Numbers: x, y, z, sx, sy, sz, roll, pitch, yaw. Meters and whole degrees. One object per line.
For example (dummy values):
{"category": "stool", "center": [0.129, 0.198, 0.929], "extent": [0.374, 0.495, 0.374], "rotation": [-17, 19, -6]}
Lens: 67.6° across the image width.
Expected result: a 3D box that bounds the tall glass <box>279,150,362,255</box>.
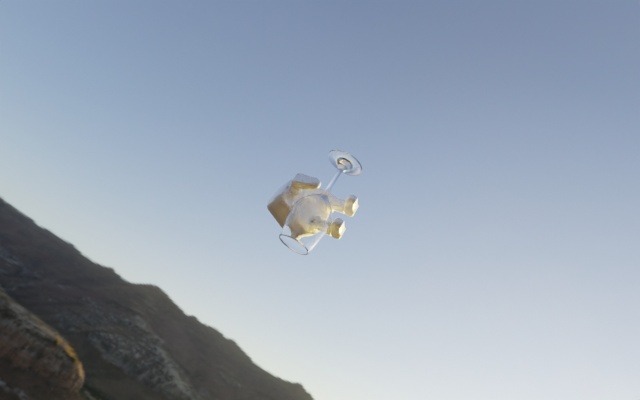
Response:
{"category": "tall glass", "center": [0.000, 0.002, 0.892], "extent": [0.079, 0.201, 0.079], "rotation": [26, -25, 13]}
